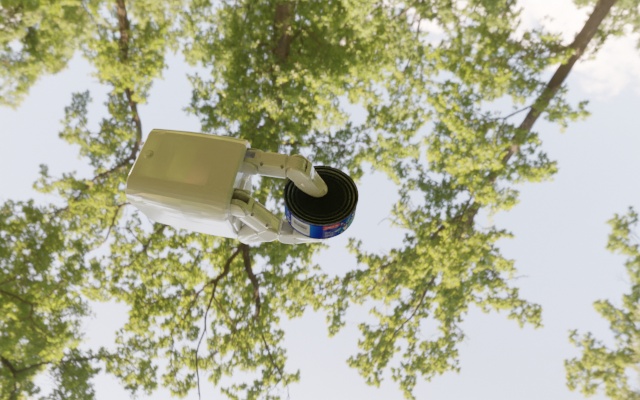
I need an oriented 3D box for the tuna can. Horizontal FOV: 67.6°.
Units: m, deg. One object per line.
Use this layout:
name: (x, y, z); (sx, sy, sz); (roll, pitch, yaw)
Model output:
tuna can: (0.000, 0.002, 0.554); (0.086, 0.086, 0.034); (0, -37, -3)
